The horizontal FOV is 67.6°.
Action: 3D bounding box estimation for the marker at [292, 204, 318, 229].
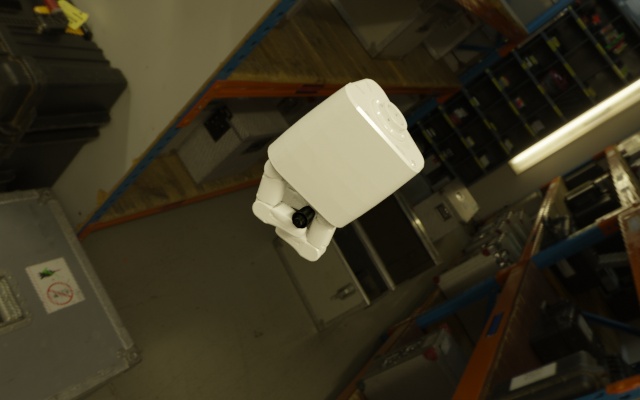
[{"bbox_3d":[0.000,0.002,0.522,0.020,0.020,0.121,0,19,24],"label":"marker"}]
